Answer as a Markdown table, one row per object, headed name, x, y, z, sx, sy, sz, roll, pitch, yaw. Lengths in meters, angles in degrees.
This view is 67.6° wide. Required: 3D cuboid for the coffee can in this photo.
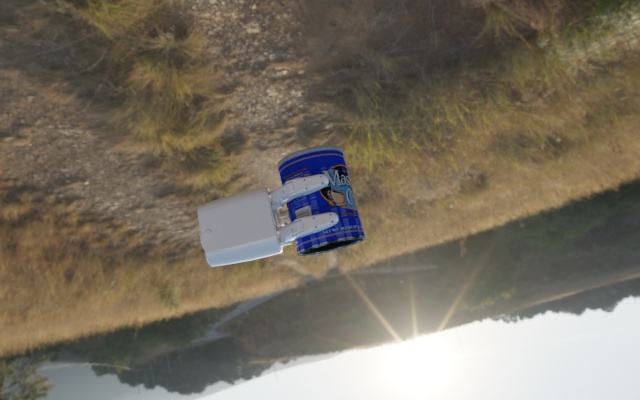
| name | x | y | z | sx | sy | sz | roll | pitch | yaw |
| --- | --- | --- | --- | --- | --- | --- | --- | --- | --- |
| coffee can | 0.000 | 0.002 | 0.711 | 0.103 | 0.140 | 0.103 | -13 | -12 | -3 |
